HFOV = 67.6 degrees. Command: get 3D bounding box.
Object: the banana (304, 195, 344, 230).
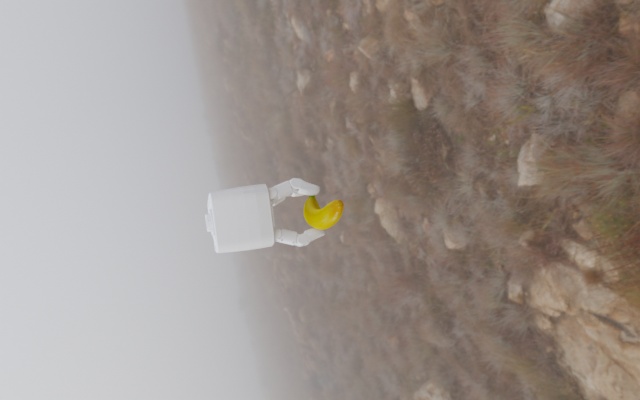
[{"bbox_3d":[-0.001,0.021,0.891,0.037,0.069,0.197,-3,9,-17],"label":"banana"}]
